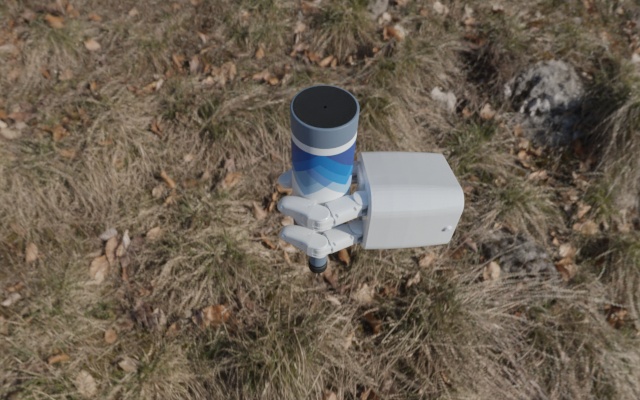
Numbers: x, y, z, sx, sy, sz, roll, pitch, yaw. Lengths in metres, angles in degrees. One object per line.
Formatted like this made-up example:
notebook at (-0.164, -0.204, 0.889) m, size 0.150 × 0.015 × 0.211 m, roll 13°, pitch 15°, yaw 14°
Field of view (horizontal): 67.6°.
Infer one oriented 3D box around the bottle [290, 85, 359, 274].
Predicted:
bottle at (0.000, 0.002, 0.570) m, size 0.069 × 0.069 × 0.296 m, roll 0°, pitch -38°, yaw -2°
